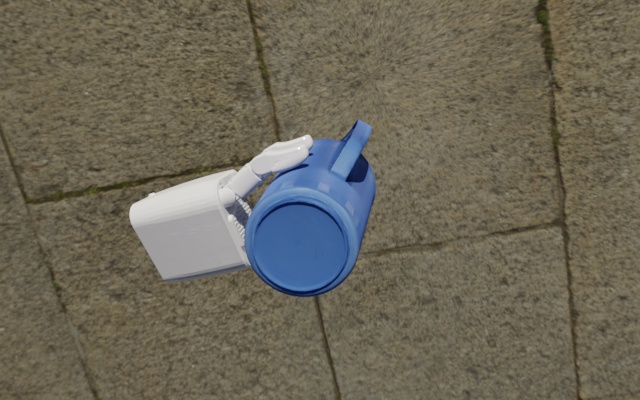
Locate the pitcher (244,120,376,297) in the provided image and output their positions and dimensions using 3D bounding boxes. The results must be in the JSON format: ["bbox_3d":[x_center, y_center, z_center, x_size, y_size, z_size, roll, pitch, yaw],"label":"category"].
[{"bbox_3d":[0.000,0.002,0.542,0.145,0.149,0.242,-12,13,10],"label":"pitcher"}]
